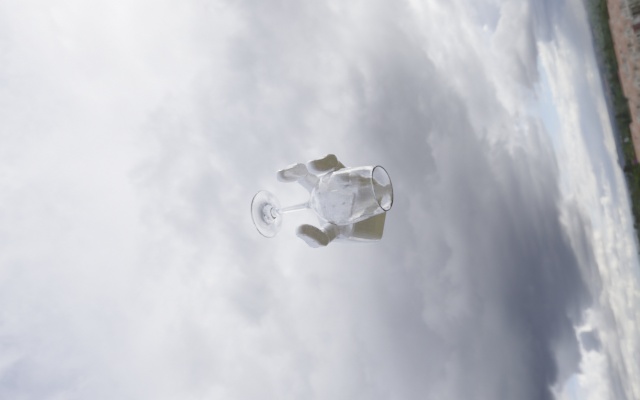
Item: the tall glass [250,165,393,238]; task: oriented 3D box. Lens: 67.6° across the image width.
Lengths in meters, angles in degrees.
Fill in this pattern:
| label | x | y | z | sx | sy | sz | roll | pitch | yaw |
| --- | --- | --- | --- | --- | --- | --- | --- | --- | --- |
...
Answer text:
| label | x | y | z | sx | sy | sz | roll | pitch | yaw |
| --- | --- | --- | --- | --- | --- | --- | --- | --- | --- |
| tall glass | -0.001 | 0.002 | 0.678 | 0.201 | 0.079 | 0.079 | -13 | -7 | 33 |
